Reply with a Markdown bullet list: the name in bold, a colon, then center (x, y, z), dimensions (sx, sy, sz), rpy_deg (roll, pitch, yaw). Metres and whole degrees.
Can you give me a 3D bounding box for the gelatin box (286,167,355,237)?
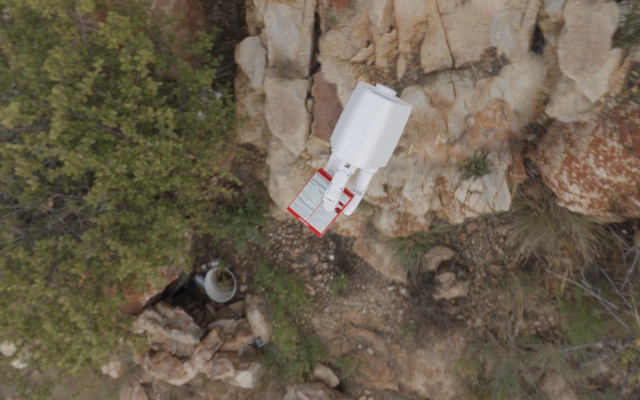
- **gelatin box**: center (0.000, 0.003, 0.776), dimensions (0.073, 0.089, 0.030), rpy_deg (39, 16, 1)
